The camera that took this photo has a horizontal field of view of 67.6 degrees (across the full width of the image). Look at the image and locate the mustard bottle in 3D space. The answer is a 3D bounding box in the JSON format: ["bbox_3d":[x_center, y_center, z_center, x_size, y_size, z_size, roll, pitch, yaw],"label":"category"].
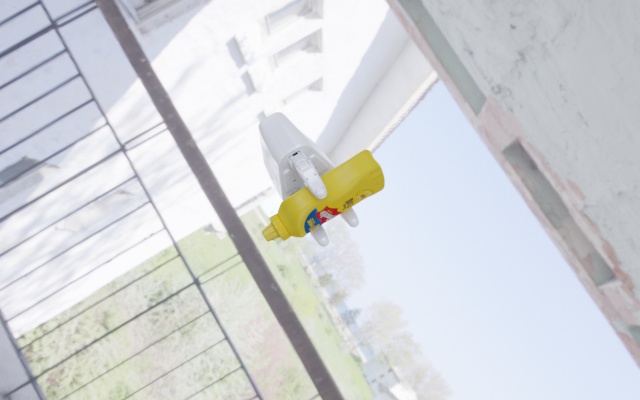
[{"bbox_3d":[0.000,0.002,0.696,0.191,0.058,0.096,-31,-18,-4],"label":"mustard bottle"}]
